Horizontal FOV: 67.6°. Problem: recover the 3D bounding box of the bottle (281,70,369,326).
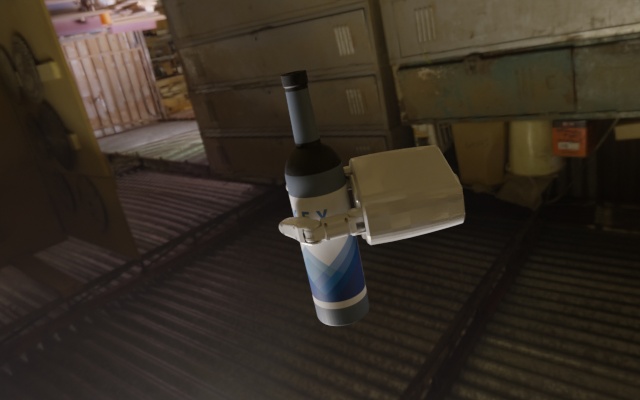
[{"bbox_3d":[0.000,0.002,0.549,0.069,0.296,0.069,-11,20,4],"label":"bottle"}]
